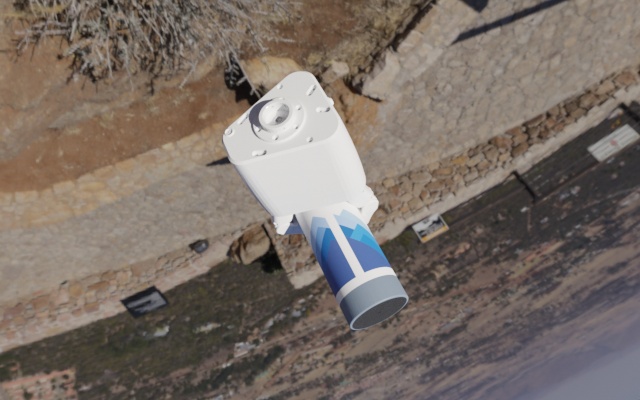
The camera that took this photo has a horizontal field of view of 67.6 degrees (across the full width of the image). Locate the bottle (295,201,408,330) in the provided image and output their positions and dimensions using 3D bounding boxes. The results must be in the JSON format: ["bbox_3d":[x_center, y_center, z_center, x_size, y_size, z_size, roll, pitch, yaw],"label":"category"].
[{"bbox_3d":[0.000,0.002,0.555,0.069,0.295,0.069,-20,-31,-13],"label":"bottle"}]
